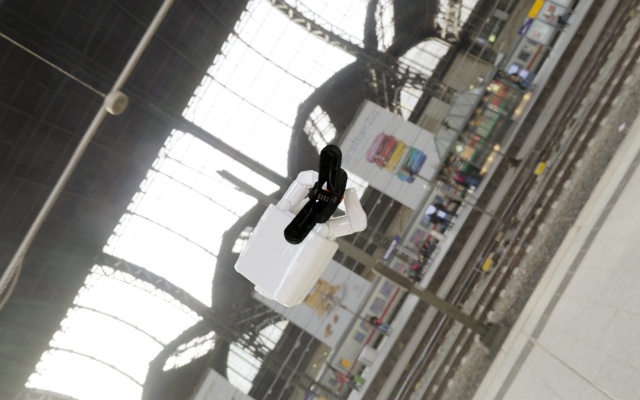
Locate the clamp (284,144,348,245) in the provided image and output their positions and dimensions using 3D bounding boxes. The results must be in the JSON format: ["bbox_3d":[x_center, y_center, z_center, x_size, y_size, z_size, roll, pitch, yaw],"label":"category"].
[{"bbox_3d":[0.000,0.002,0.598,0.039,0.120,0.171,32,-2,13],"label":"clamp"}]
